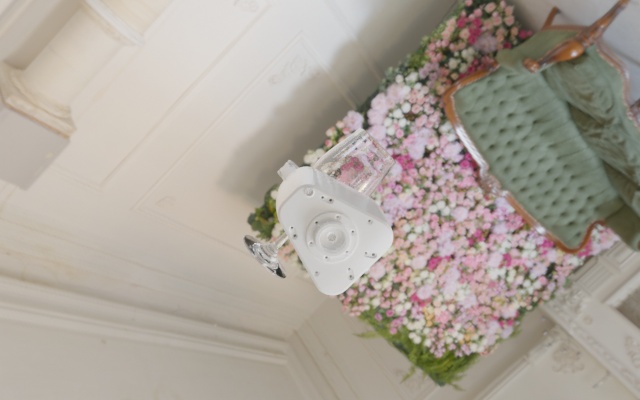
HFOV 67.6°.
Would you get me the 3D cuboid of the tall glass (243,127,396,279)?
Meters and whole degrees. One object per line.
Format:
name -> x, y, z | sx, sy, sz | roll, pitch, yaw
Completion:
tall glass -> 0.000, 0.002, 0.592 | 0.201, 0.079, 0.079 | -45, -6, 6
